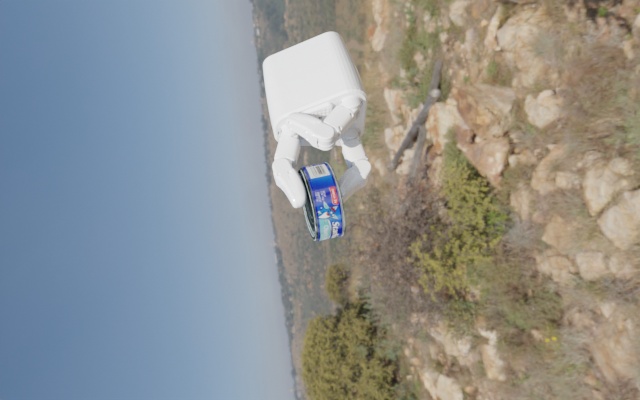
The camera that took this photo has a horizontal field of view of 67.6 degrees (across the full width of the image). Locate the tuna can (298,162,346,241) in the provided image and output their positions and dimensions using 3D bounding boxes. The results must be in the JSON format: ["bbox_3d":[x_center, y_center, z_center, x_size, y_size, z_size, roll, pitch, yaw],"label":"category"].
[{"bbox_3d":[0.000,0.002,0.535,0.034,0.086,0.086,-12,2,-9],"label":"tuna can"}]
